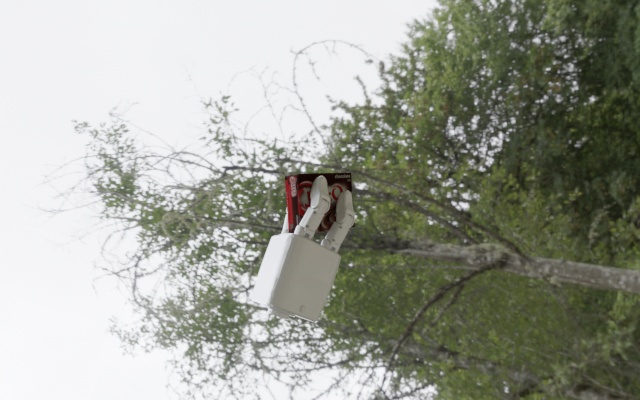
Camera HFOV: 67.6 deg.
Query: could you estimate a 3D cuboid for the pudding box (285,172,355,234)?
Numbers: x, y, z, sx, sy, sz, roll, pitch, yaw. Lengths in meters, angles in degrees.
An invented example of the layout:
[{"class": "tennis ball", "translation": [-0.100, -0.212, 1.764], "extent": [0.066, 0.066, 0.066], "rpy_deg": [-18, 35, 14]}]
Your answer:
[{"class": "pudding box", "translation": [0.000, 0.003, 0.748], "extent": [0.113, 0.090, 0.039], "rpy_deg": [-5, 2, -41]}]
